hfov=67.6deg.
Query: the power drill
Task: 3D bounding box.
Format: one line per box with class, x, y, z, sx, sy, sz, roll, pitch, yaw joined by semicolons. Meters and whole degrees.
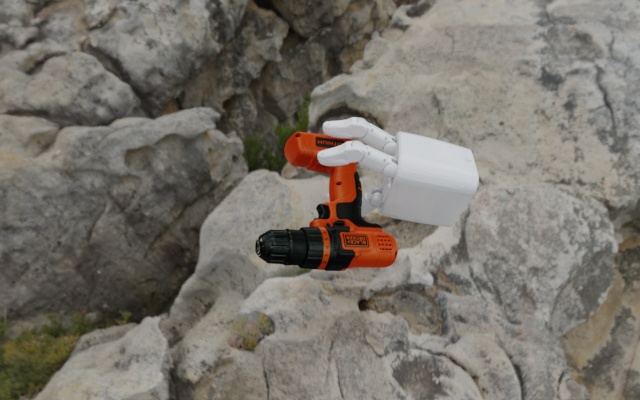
power drill;0.000;0.002;0.621;0.184;0.187;0.057;5;-32;-24
